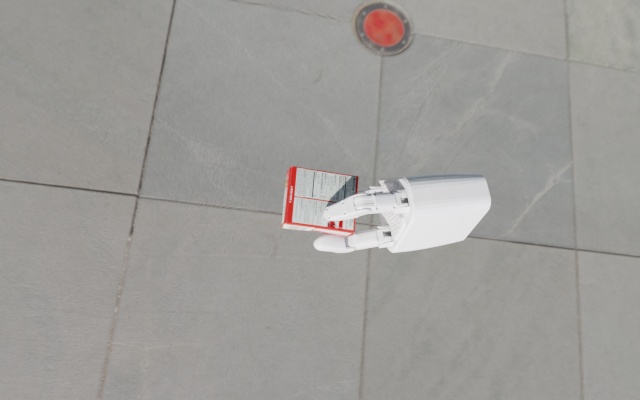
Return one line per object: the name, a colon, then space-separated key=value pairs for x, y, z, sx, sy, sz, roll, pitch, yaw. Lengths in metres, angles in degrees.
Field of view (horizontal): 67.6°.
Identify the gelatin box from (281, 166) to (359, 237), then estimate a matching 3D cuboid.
gelatin box: x=0.000 y=0.002 z=0.585 sx=0.089 sy=0.073 sz=0.030 roll=8 pitch=-16 yaw=-13
